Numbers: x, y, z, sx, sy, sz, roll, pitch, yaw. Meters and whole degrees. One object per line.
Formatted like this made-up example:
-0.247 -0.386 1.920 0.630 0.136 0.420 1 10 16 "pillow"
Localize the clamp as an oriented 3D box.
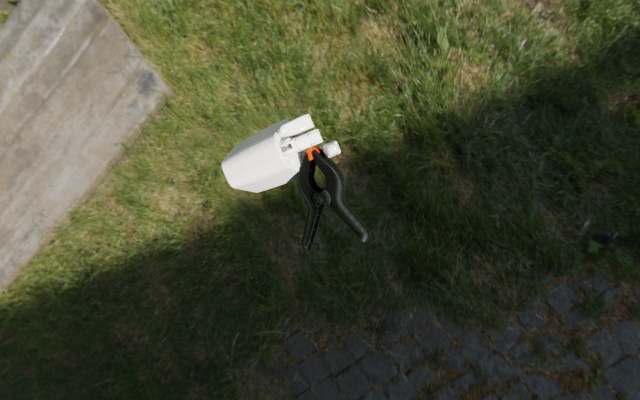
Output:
0.000 0.002 0.770 0.120 0.171 0.039 -21 1 22 "clamp"
